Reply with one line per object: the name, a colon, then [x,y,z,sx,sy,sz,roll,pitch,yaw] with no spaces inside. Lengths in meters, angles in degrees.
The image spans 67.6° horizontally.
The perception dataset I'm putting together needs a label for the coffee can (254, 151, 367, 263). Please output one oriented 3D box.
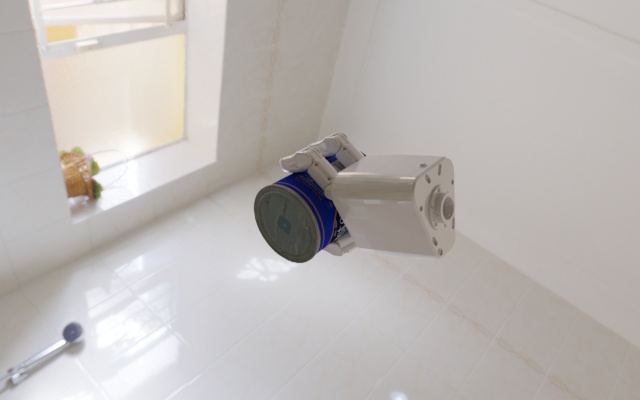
coffee can: [0.000,0.002,0.612,0.103,0.103,0.140,0,24,43]
